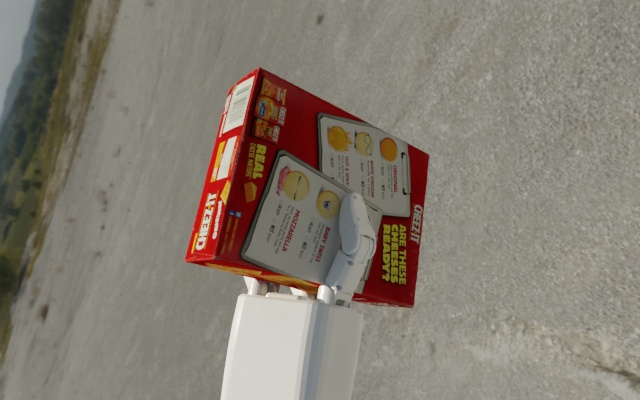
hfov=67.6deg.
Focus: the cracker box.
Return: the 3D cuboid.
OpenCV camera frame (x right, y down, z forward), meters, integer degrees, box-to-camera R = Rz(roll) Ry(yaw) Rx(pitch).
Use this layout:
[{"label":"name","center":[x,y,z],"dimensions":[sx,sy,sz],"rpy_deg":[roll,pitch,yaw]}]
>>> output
[{"label":"cracker box","center":[0.000,0.001,0.449],"dimensions":[0.214,0.164,0.072],"rpy_deg":[20,-19,-33]}]
